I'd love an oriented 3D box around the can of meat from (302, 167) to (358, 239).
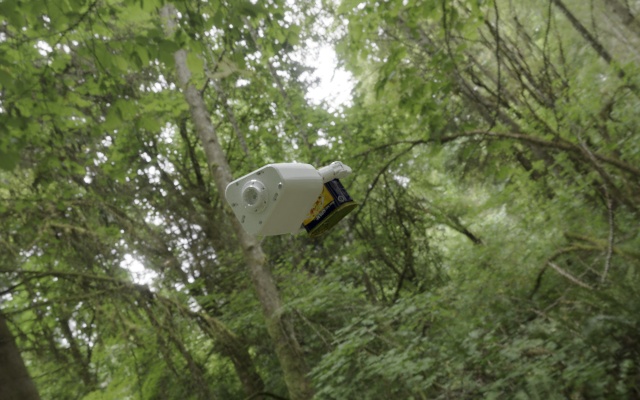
[{"bbox_3d":[0.000,0.002,0.828,0.102,0.084,0.057,-42,-18,29],"label":"can of meat"}]
